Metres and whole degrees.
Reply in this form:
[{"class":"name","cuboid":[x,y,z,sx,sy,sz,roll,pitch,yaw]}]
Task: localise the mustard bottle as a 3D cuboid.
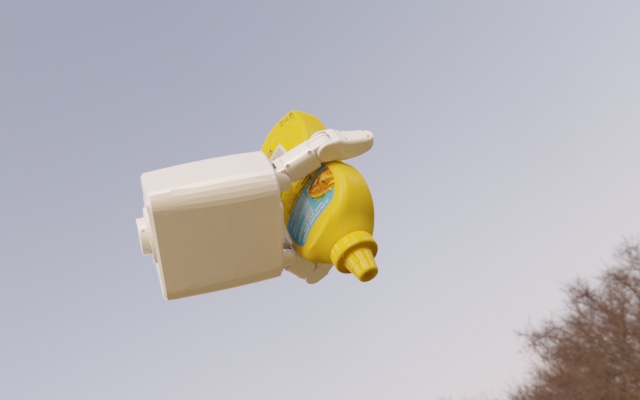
[{"class":"mustard bottle","cuboid":[0.000,0.001,0.453,0.058,0.096,0.191,11,32,-38]}]
